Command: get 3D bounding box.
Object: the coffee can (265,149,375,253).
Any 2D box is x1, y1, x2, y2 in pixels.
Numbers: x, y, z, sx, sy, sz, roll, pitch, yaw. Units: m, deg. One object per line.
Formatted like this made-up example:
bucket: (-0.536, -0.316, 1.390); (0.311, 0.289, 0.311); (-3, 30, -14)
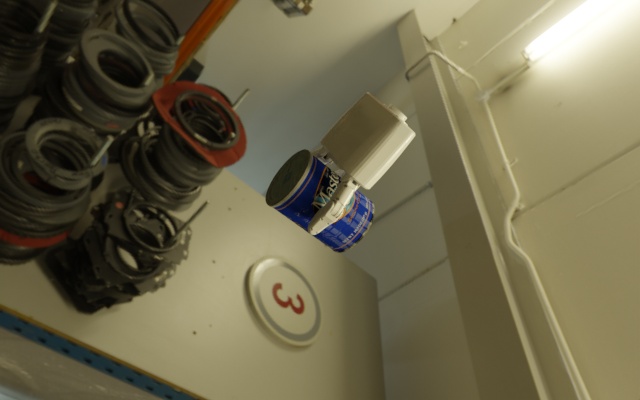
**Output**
coffee can: (0.000, 0.003, 0.746); (0.140, 0.102, 0.103); (37, -17, -24)
